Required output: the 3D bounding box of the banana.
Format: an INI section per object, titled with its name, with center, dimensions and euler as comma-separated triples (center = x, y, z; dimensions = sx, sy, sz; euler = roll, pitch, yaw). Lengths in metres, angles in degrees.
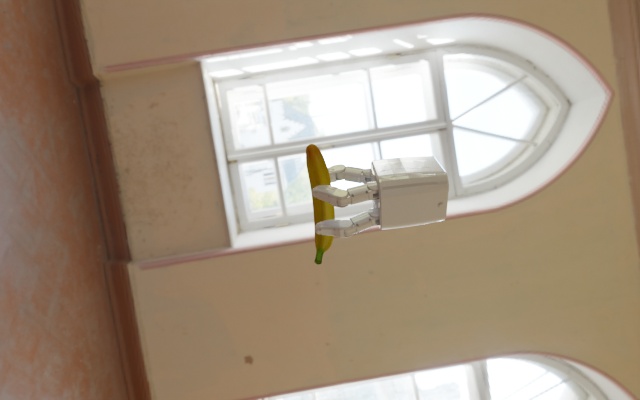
[banana]
center = 0.002, 0.001, 0.781
dimensions = 0.037, 0.198, 0.069
euler = -4, 16, 6
